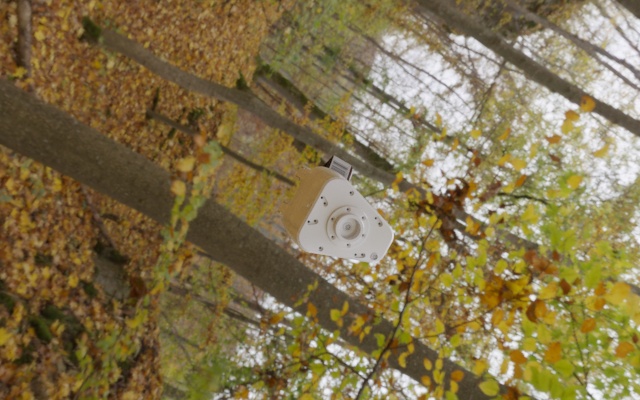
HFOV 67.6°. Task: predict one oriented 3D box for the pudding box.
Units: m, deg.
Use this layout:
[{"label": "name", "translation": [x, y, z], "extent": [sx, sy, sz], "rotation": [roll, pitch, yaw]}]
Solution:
[{"label": "pudding box", "translation": [0.000, 0.002, 0.696], "extent": [0.039, 0.113, 0.090], "rotation": [28, -26, -11]}]
